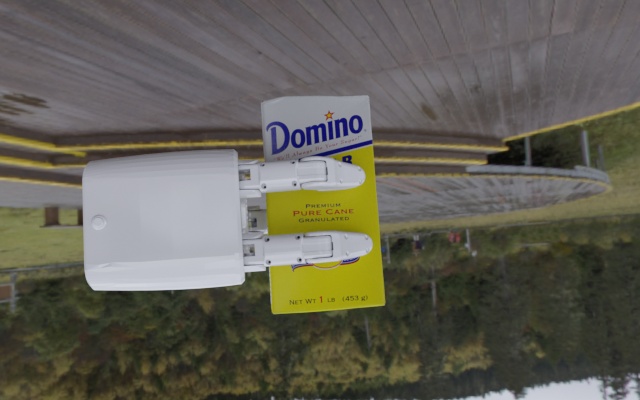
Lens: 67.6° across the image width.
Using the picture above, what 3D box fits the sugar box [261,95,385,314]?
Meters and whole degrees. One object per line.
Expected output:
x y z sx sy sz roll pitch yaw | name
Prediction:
0.000 0.001 0.402 0.093 0.176 0.048 -4 -5 -6 | sugar box
